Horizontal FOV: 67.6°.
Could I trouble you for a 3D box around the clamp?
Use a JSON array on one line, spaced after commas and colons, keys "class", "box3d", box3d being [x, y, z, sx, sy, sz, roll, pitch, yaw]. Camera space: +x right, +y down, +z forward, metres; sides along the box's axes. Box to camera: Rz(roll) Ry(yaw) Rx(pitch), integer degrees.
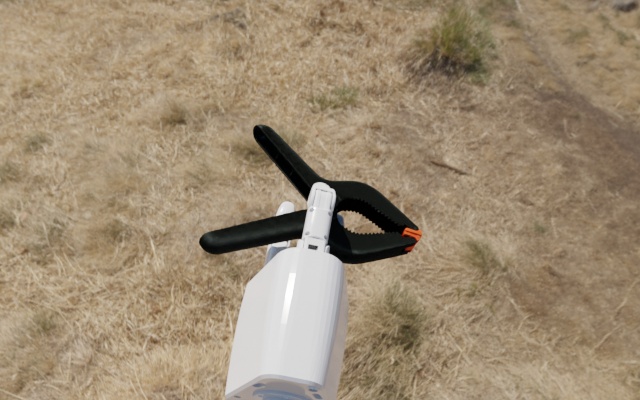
[{"class": "clamp", "box3d": [0.001, 0.001, 0.490, 0.210, 0.164, 0.036, 13, -35, -5]}]
